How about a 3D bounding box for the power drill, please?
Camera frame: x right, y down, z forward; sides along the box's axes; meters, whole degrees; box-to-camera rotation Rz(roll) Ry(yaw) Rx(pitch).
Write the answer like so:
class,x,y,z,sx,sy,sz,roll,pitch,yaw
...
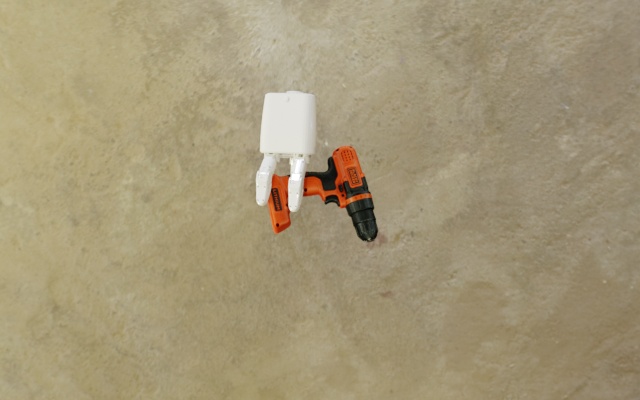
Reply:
class,x,y,z,sx,sy,sz,roll,pitch,yaw
power drill,0.000,0.003,0.863,0.187,0.184,0.057,-13,-16,-10
